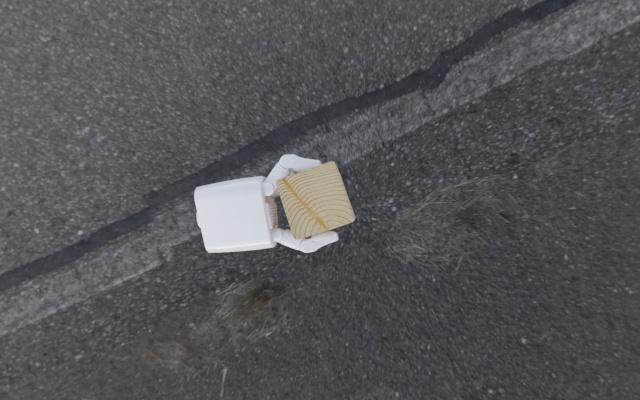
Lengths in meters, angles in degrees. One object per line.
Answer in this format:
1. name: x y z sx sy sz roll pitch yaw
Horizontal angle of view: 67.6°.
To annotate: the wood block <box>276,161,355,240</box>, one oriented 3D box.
1. wood block: 0.000 0.003 0.760 0.090 0.091 0.206 -18 -2 4
